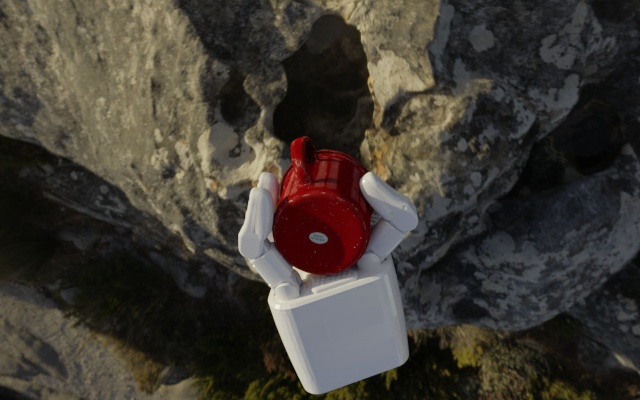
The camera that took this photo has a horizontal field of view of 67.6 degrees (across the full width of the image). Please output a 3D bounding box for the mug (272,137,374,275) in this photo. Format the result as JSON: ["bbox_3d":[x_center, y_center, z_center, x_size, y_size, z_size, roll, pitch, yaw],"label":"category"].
[{"bbox_3d":[0.000,0.000,0.417,0.093,0.117,0.081,-12,23,11],"label":"mug"}]
